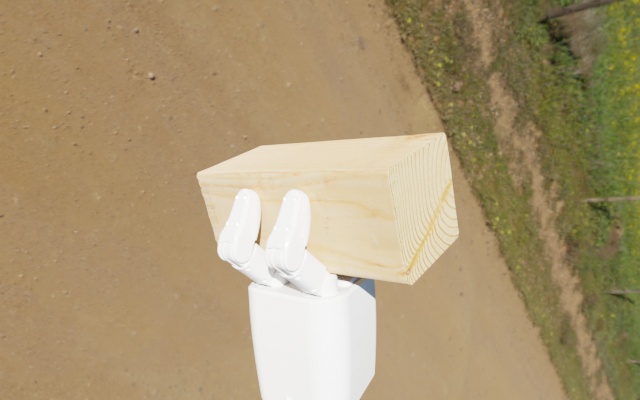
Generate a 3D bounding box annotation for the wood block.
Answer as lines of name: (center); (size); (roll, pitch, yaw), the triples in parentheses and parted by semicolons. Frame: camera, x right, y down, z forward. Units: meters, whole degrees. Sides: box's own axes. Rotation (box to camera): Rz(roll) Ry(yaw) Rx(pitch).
wood block: (0.000, 0.002, 0.415); (0.206, 0.090, 0.090); (2, 22, 39)
